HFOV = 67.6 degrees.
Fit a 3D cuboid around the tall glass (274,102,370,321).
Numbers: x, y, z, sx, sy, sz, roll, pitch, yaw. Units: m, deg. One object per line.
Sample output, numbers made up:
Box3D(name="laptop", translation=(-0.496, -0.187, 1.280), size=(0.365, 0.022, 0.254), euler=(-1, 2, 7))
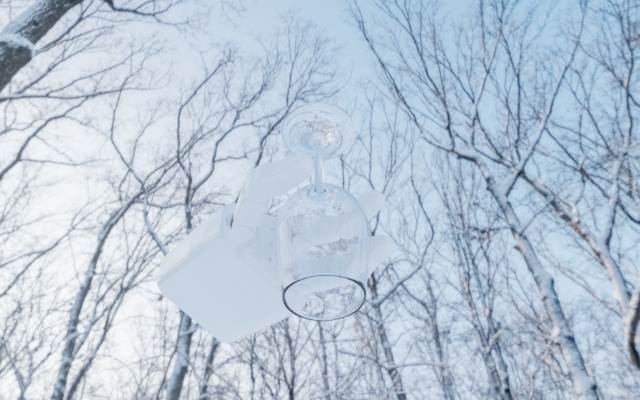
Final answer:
Box3D(name="tall glass", translation=(0.000, 0.001, 0.416), size=(0.079, 0.079, 0.200), euler=(-1, 45, -1))
